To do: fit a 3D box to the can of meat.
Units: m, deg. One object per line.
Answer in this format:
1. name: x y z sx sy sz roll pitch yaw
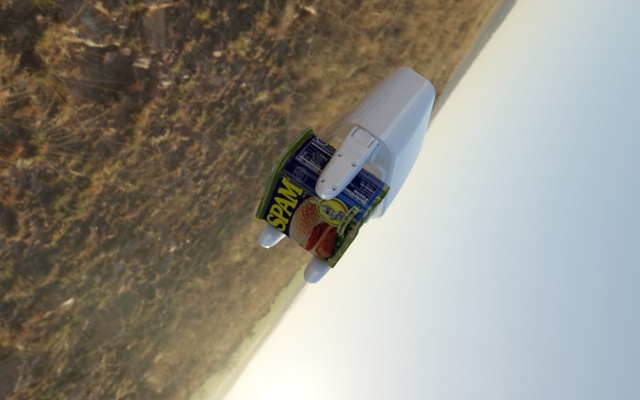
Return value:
1. can of meat: 0.000 0.002 0.407 0.084 0.057 0.102 35 -37 5
